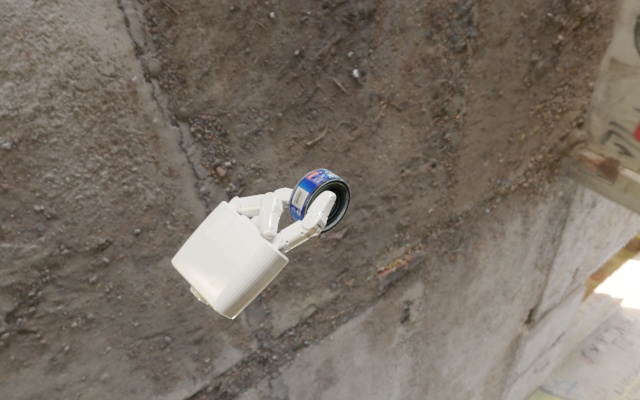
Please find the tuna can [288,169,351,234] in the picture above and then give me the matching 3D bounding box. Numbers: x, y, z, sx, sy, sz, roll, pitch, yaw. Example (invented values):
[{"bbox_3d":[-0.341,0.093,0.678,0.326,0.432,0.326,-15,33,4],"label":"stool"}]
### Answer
[{"bbox_3d":[0.001,0.002,0.650,0.086,0.086,0.033,0,25,-45],"label":"tuna can"}]
